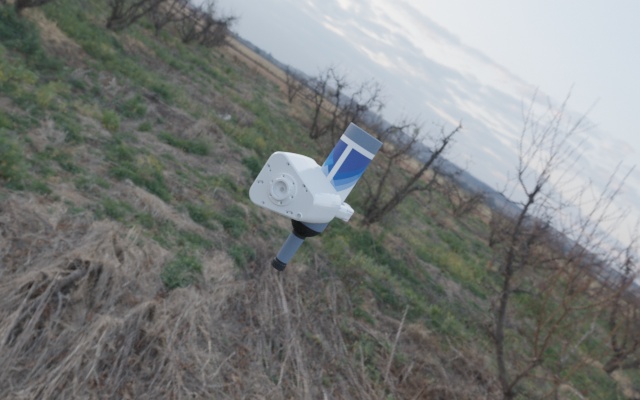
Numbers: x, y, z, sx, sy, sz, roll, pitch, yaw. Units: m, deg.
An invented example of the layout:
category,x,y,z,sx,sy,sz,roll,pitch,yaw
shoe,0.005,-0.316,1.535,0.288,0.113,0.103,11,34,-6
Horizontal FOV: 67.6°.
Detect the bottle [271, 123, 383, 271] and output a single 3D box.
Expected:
category,x,y,z,sx,sy,sz,roll,pitch,yaw
bottle,0.000,0.003,0.856,0.069,0.296,0.069,33,11,-7
